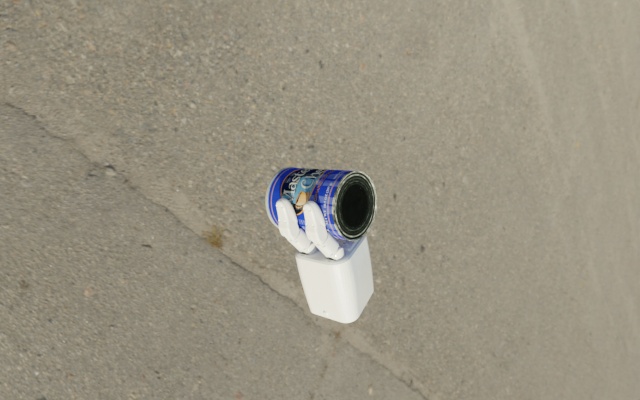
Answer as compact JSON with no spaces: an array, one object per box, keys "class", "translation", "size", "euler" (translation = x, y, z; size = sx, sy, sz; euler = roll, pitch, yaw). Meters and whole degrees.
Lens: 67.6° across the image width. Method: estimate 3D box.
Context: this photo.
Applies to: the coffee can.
[{"class":"coffee can","translation":[0.000,0.002,0.727],"size":[0.140,0.103,0.103],"euler":[6,4,42]}]
